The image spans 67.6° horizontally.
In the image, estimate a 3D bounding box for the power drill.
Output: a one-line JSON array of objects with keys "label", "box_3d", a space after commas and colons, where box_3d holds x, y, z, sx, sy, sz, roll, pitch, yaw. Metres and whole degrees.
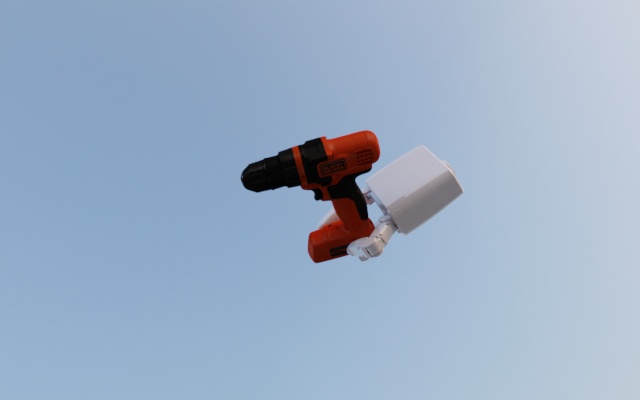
[{"label": "power drill", "box_3d": [0.000, 0.002, 0.661, 0.184, 0.188, 0.057, -15, 41, 0]}]
